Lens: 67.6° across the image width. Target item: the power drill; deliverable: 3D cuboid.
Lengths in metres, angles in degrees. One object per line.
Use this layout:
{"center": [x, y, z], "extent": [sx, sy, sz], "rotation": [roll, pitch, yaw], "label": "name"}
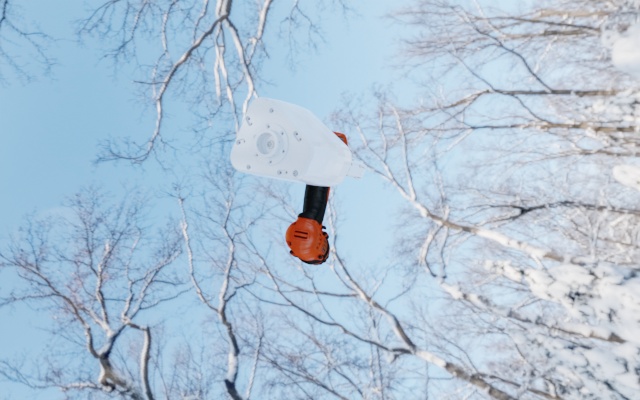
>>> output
{"center": [0.000, 0.002, 0.713], "extent": [0.057, 0.187, 0.184], "rotation": [8, -13, 8], "label": "power drill"}
